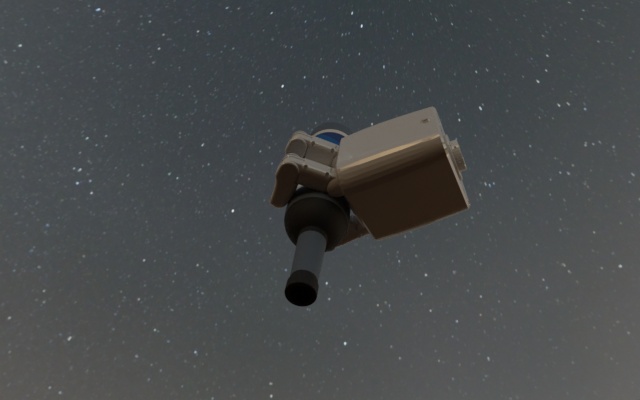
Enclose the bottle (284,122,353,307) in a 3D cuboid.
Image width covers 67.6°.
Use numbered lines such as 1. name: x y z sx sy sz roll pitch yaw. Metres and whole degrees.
1. bottle: 0.000 0.002 0.518 0.069 0.069 0.295 0 31 8
